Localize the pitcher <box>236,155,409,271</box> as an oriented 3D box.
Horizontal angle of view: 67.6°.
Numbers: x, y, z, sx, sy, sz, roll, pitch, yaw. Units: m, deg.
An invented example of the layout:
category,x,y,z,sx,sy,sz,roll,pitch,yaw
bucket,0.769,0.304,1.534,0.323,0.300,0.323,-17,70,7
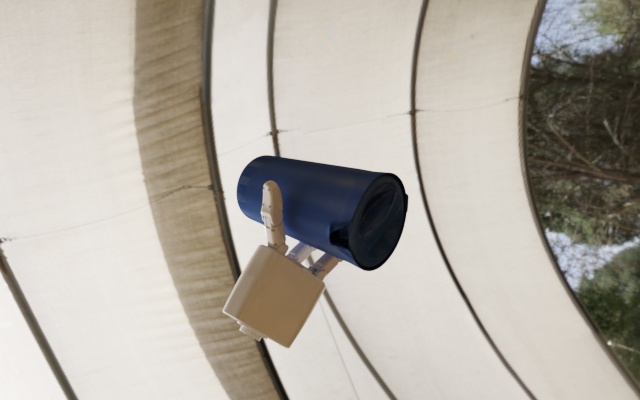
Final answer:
category,x,y,z,sx,sy,sz,roll,pitch,yaw
pitcher,0.000,0.002,0.703,0.243,0.145,0.149,16,-18,38
